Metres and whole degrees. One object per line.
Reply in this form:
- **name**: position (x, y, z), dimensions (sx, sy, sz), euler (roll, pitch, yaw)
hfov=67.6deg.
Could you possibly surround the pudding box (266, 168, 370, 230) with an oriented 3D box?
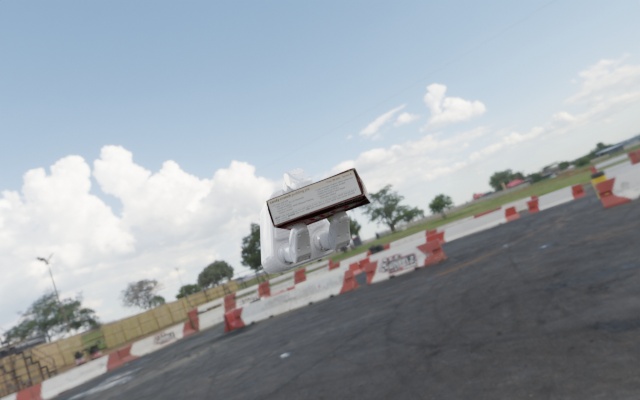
- **pudding box**: position (0.000, 0.002, 0.578), dimensions (0.113, 0.039, 0.090), euler (-22, -8, 7)
